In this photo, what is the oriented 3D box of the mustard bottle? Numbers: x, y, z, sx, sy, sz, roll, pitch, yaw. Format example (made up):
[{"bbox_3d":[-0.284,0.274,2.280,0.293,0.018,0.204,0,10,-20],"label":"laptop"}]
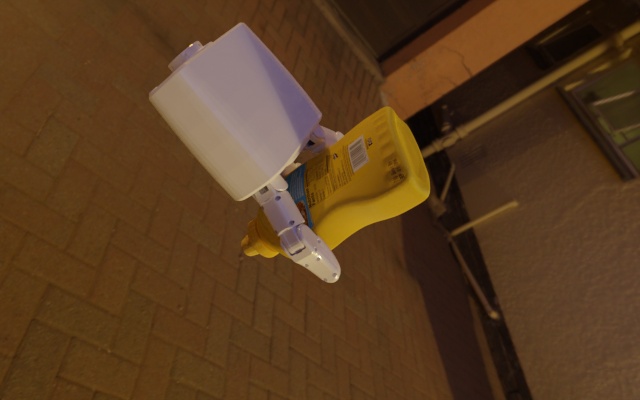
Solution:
[{"bbox_3d":[0.000,0.001,0.432,0.192,0.096,0.058,-32,-46,25],"label":"mustard bottle"}]
